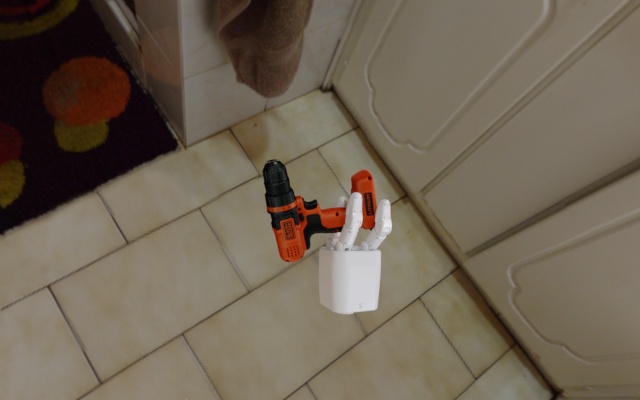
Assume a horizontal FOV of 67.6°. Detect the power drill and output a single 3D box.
[{"bbox_3d":[0.001,0.003,0.827,0.187,0.184,0.057,-13,22,-9],"label":"power drill"}]
